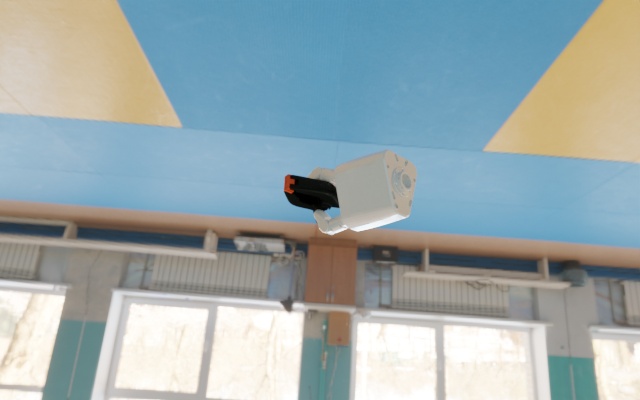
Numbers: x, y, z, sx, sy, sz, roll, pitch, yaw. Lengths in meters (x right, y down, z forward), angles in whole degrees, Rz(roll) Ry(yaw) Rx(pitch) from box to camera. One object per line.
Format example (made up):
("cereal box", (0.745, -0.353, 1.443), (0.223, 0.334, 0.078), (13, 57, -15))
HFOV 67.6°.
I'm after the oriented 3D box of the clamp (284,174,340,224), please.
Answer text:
("clamp", (0.000, 0.003, 0.887), (0.210, 0.036, 0.164), (21, -29, -41))
